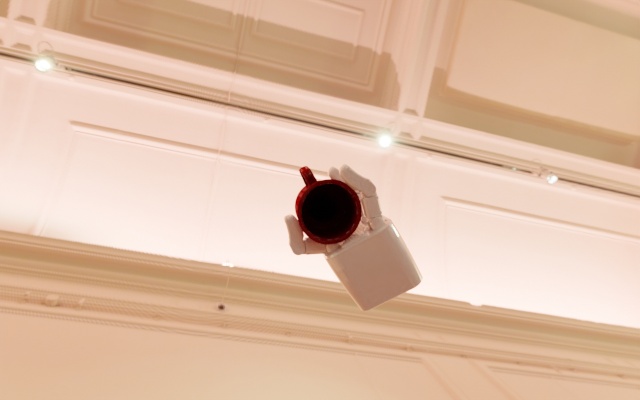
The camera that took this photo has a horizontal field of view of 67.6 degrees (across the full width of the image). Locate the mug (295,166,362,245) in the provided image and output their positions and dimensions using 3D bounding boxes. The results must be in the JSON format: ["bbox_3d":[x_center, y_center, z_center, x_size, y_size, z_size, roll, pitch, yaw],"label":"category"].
[{"bbox_3d":[-0.001,0.001,0.707,0.093,0.117,0.081,-32,10,-6],"label":"mug"}]
